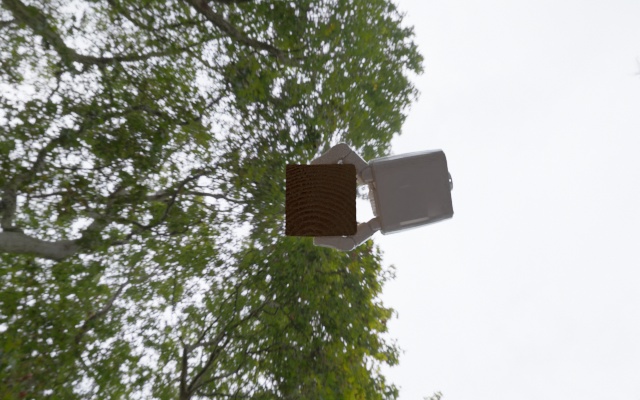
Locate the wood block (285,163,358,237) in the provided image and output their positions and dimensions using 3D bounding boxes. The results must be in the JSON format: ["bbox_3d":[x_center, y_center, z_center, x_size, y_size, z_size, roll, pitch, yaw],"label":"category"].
[{"bbox_3d":[0.001,0.003,0.685,0.090,0.091,0.206,0,-2,0],"label":"wood block"}]
